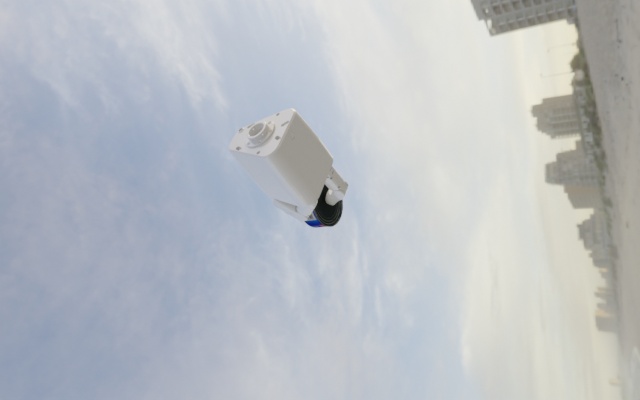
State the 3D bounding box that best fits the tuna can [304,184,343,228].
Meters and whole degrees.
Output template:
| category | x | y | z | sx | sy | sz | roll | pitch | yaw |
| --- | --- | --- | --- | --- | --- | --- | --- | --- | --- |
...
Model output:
| category | x | y | z | sx | sy | sz | roll | pitch | yaw |
| --- | --- | --- | --- | --- | --- | --- | --- | --- | --- |
| tuna can | 0.000 | 0.003 | 0.797 | 0.034 | 0.086 | 0.086 | -8 | -5 | 36 |
